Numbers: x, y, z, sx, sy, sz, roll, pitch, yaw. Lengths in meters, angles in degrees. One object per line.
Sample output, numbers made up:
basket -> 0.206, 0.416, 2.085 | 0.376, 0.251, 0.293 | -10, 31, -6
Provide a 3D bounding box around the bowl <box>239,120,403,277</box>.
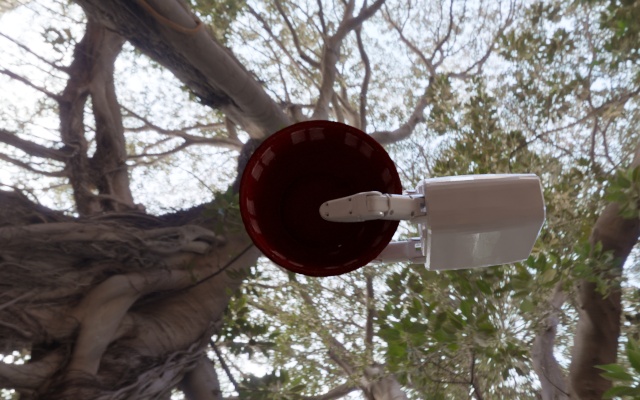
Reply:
bowl -> -0.001, 0.001, 0.490 | 0.162, 0.162, 0.055 | 0, -17, -2
